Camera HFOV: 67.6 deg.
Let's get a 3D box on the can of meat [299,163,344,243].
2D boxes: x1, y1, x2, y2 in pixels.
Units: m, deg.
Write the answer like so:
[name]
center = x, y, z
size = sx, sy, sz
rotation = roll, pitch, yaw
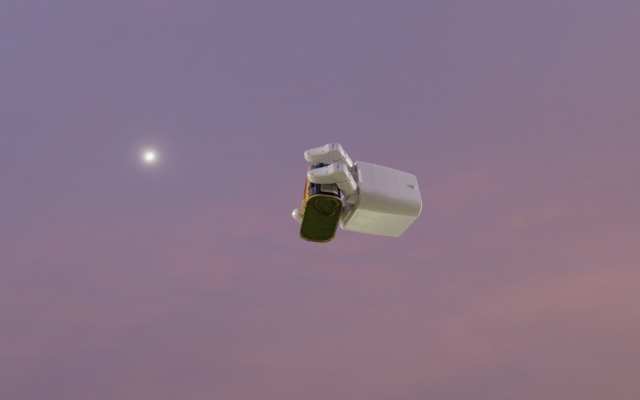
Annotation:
[can of meat]
center = 0.000, 0.002, 0.768
size = 0.057, 0.102, 0.083
rotation = 7, 42, -8
